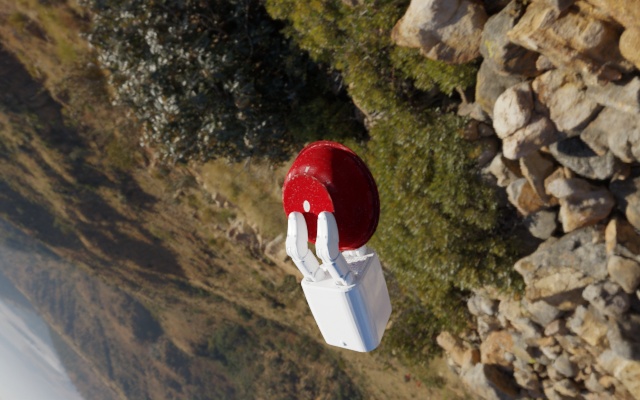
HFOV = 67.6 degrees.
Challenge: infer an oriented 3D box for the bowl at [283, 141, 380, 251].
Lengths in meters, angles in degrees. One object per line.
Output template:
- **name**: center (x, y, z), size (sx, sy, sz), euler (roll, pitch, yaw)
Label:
- **bowl**: center (-0.001, 0.001, 0.653), size (0.162, 0.162, 0.055), euler (0, 16, 42)
